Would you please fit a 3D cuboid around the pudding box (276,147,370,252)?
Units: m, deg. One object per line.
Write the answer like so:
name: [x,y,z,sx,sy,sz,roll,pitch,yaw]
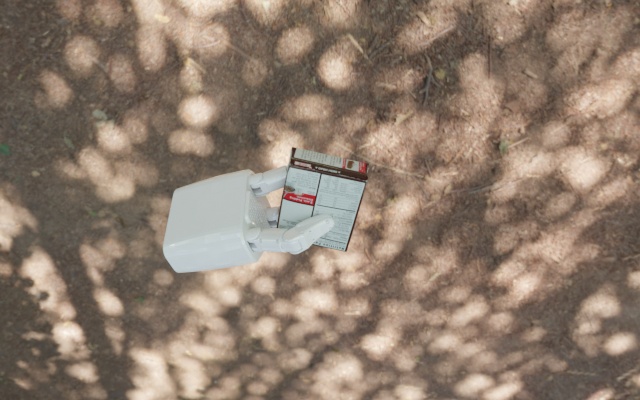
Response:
pudding box: [0.000,0.002,0.549,0.090,0.114,0.039,12,40,-2]
